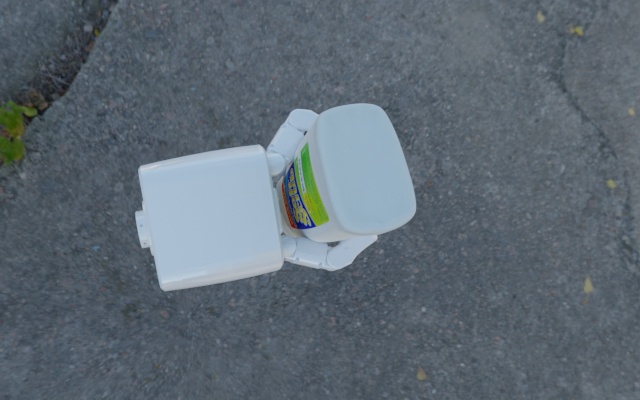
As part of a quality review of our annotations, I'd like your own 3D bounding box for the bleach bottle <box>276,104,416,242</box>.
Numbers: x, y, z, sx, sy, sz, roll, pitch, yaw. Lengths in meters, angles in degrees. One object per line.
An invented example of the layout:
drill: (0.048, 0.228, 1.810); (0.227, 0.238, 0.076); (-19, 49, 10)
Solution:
bleach bottle: (0.000, 0.001, 0.459); (0.068, 0.102, 0.251); (-12, -10, -18)
